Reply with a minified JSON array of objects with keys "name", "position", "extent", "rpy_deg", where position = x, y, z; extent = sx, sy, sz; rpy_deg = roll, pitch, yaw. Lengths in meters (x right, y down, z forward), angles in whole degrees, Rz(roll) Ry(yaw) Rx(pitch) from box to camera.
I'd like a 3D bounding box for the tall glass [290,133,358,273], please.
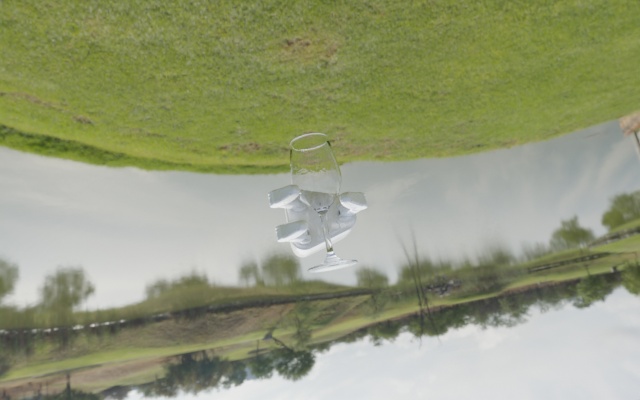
[{"name":"tall glass","position":[0.000,0.003,0.720],"extent":[0.079,0.201,0.079],"rpy_deg":[-10,-15,-3]}]
